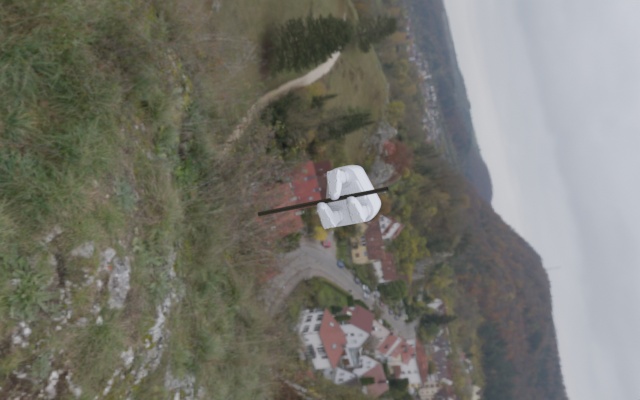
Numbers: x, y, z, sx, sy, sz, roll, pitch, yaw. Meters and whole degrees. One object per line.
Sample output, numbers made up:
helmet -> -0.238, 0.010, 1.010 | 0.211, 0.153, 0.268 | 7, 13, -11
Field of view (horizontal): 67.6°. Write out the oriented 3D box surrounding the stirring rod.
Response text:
stirring rod -> 0.000, 0.003, 0.838 | 0.239, 0.011, 0.011 | -11, -3, 17
